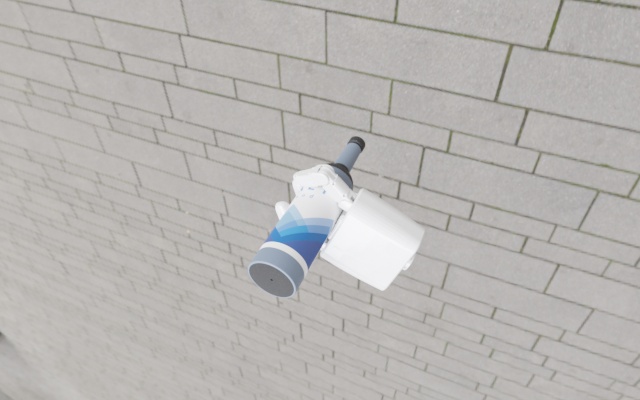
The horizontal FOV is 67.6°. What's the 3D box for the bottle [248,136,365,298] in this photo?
[{"bbox_3d":[0.000,0.002,0.675,0.069,0.069,0.295,0,40,32],"label":"bottle"}]
